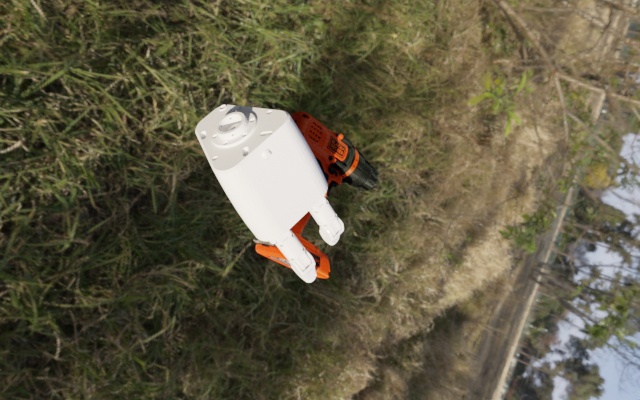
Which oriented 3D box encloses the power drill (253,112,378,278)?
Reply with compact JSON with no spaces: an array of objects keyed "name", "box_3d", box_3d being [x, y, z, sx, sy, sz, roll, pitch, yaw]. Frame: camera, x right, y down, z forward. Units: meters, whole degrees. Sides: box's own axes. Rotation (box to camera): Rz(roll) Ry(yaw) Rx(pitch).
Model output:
[{"name":"power drill","box_3d":[0.000,0.002,0.631,0.057,0.187,0.184,1,-21,44]}]
